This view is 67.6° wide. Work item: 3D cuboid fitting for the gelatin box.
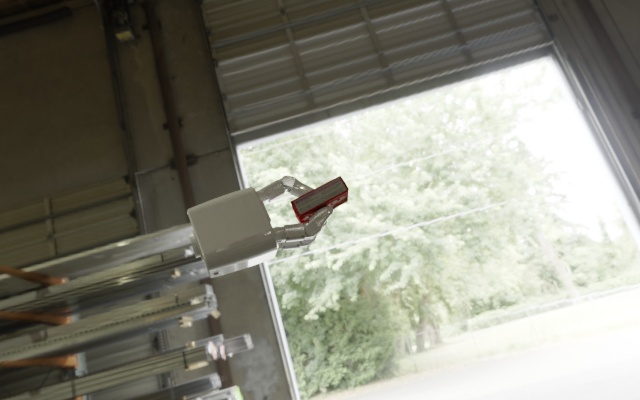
[{"bbox_3d":[0.000,0.002,0.749,0.089,0.030,0.073,-29,-13,-5],"label":"gelatin box"}]
